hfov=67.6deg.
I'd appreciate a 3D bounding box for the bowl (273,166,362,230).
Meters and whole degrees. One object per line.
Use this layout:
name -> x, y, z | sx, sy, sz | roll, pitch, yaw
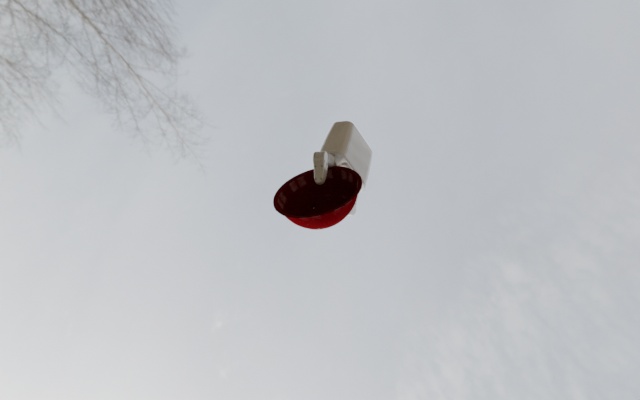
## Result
bowl -> 0.000, 0.004, 0.852 | 0.162, 0.055, 0.162 | -12, 32, 8
